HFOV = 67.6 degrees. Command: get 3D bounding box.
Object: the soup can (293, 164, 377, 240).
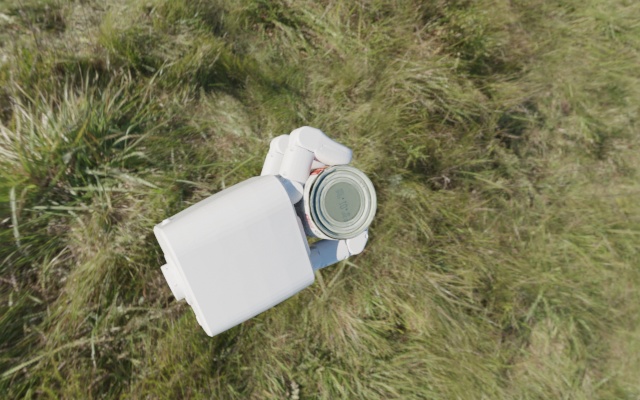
[{"bbox_3d":[0.001,0.001,0.457,0.068,0.068,0.102,0,0,-24],"label":"soup can"}]
